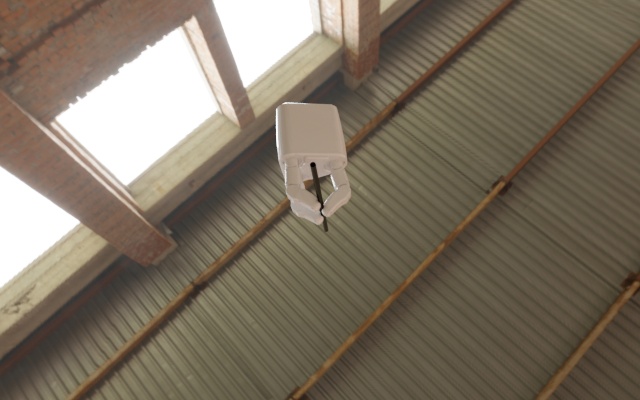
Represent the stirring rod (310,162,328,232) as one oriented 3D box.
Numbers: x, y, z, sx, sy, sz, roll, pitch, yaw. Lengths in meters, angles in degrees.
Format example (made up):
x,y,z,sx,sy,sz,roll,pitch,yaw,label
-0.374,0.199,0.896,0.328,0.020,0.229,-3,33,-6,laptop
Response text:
x,y,z,sx,sy,sz,roll,pitch,yaw,label
0.000,0.002,0.736,0.011,0.011,0.240,0,-24,5,stirring rod
